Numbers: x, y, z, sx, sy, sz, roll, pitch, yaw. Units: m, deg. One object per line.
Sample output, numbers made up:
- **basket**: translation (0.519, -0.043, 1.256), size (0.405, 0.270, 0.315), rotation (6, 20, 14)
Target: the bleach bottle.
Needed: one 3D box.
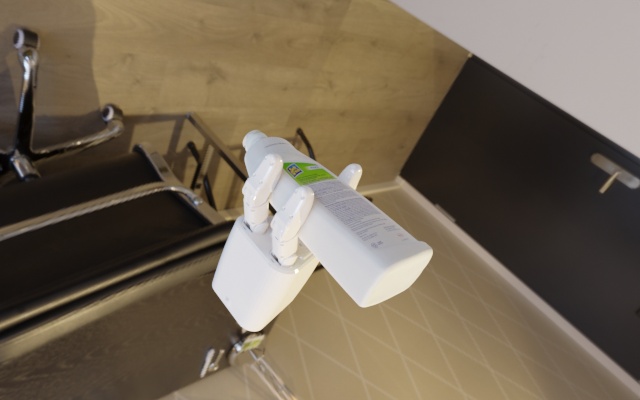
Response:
- **bleach bottle**: translation (0.000, 0.002, 0.534), size (0.102, 0.068, 0.250), rotation (-10, 46, -47)
